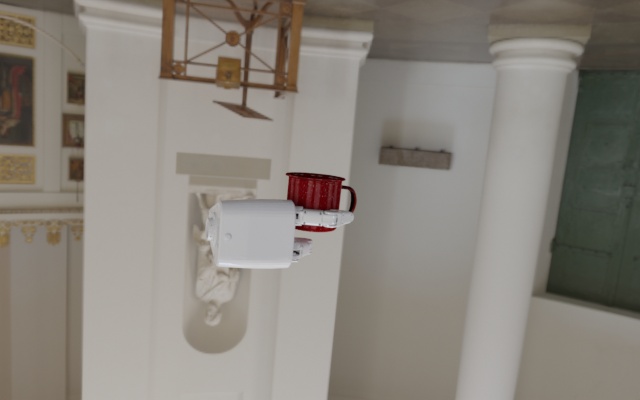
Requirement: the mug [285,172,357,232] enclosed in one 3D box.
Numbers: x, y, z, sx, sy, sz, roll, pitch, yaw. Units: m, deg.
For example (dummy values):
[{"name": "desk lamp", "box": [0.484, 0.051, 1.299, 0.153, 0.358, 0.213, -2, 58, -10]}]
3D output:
[{"name": "mug", "box": [0.001, 0.003, 0.742, 0.117, 0.081, 0.093, 2, 8, -20]}]
